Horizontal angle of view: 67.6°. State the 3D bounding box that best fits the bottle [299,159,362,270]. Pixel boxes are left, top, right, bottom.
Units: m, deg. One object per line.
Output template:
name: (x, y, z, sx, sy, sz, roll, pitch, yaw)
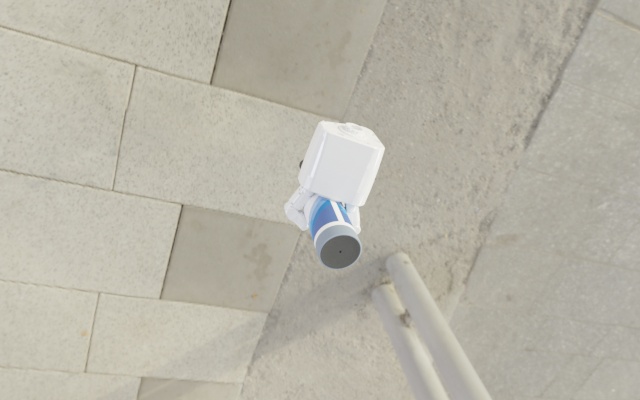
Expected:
bottle: (0.000, 0.003, 0.830, 0.069, 0.069, 0.295, 0, 30, -13)
